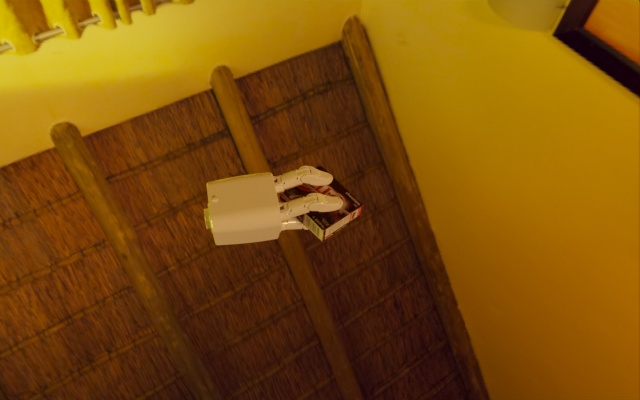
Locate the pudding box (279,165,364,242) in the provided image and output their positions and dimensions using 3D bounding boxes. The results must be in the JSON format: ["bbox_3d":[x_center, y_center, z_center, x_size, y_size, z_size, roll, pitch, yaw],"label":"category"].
[{"bbox_3d":[0.000,0.003,0.792,0.090,0.113,0.039,-32,-26,-28],"label":"pudding box"}]
